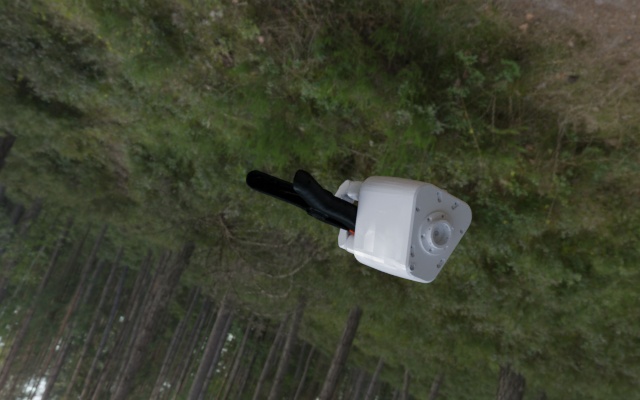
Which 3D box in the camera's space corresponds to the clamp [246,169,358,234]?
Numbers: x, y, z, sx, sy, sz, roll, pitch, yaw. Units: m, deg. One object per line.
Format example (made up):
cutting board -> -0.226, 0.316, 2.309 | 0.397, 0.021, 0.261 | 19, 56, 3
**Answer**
clamp -> 0.000, 0.003, 0.601 | 0.171, 0.039, 0.120 | 24, -7, -27
